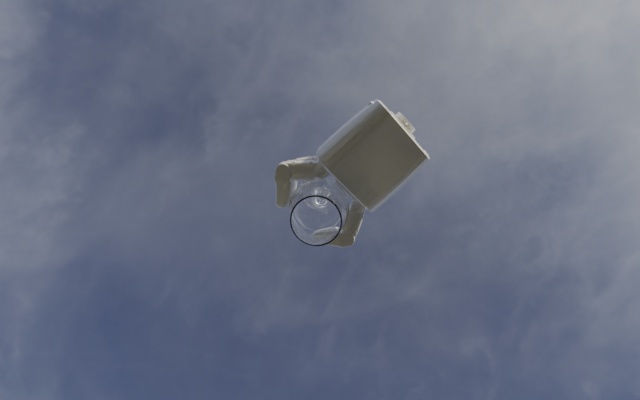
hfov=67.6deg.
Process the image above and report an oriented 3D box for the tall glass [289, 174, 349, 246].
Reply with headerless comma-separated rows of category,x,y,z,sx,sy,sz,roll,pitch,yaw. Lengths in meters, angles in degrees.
tall glass,0.000,0.002,0.652,0.079,0.079,0.201,0,13,3
